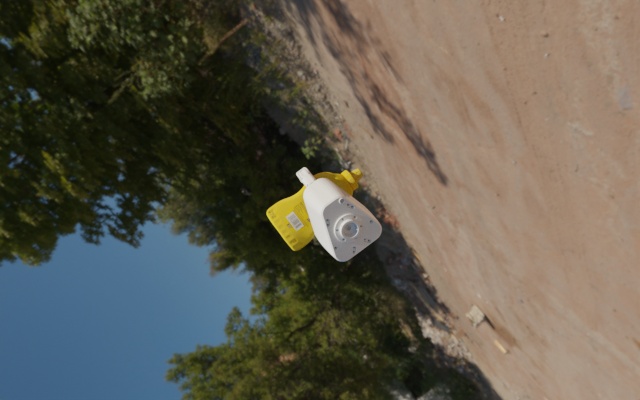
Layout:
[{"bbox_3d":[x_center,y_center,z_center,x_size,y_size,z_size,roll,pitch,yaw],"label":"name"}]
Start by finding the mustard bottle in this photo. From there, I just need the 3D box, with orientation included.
[{"bbox_3d":[0.000,0.003,0.900,0.191,0.096,0.058,-37,-1,-3],"label":"mustard bottle"}]
